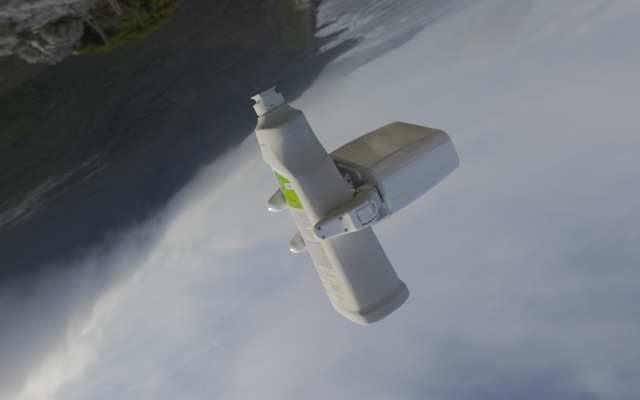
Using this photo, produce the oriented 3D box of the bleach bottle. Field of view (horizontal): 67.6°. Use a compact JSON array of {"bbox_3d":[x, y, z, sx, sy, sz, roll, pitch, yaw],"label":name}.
[{"bbox_3d":[0.000,0.002,0.496,0.068,0.251,0.102,-30,13,-20],"label":"bleach bottle"}]
